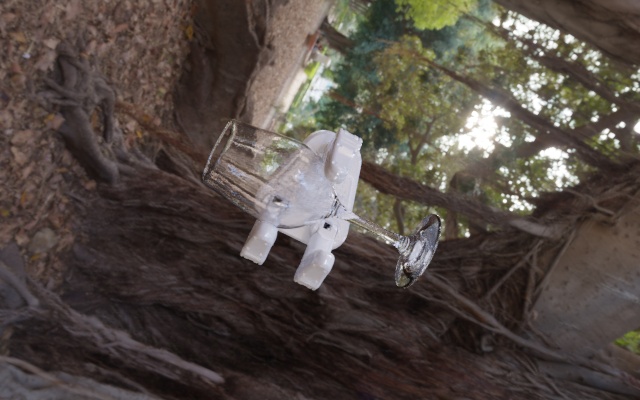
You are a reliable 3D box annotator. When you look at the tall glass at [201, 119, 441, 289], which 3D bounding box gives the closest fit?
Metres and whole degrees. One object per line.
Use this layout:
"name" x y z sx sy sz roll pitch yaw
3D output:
"tall glass" 0.001 0.002 0.421 0.201 0.079 0.079 27 -3 -7
